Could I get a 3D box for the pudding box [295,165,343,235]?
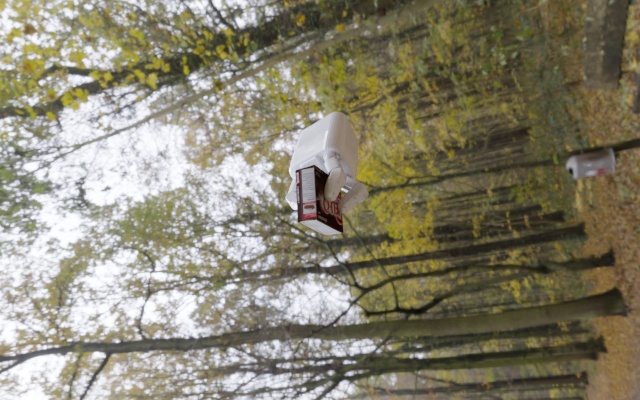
[{"bbox_3d":[0.000,0.003,0.775,0.039,0.090,0.113,-12,-18,24],"label":"pudding box"}]
